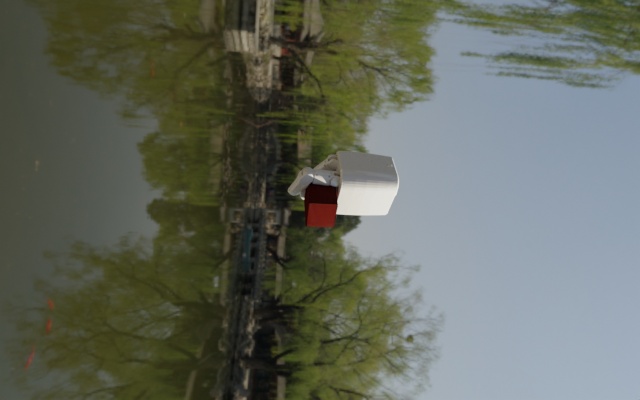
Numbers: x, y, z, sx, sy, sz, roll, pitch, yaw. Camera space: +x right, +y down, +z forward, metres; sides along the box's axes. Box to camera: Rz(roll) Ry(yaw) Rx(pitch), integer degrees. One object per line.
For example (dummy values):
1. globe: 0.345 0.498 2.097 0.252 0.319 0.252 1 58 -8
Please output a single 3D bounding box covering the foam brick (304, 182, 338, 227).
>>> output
1. foam brick: 0.000 0.003 0.841 0.051 0.053 0.078 4 38 -7
